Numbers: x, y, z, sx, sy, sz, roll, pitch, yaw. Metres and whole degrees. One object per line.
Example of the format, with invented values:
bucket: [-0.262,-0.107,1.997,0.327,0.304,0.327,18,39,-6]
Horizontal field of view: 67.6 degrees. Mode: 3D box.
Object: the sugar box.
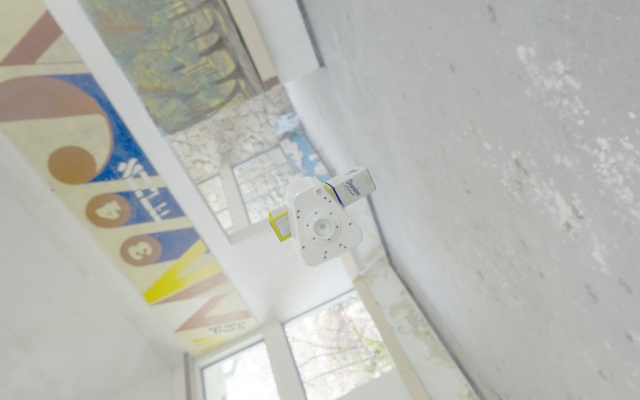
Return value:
sugar box: [0.000,0.003,0.790,0.176,0.048,0.093,-26,10,-3]
